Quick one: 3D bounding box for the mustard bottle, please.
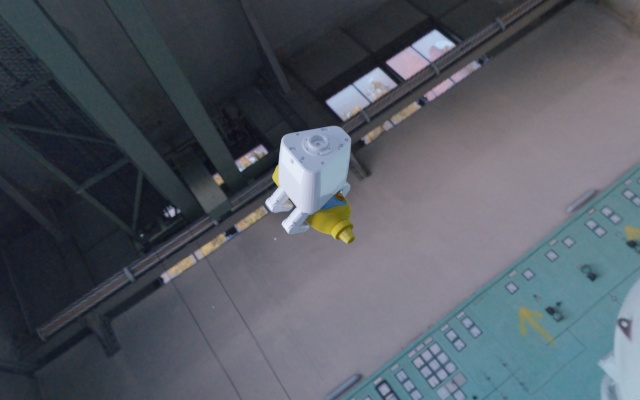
[{"bbox_3d":[0.000,0.003,0.870,0.096,0.058,0.191,-11,52,-43],"label":"mustard bottle"}]
